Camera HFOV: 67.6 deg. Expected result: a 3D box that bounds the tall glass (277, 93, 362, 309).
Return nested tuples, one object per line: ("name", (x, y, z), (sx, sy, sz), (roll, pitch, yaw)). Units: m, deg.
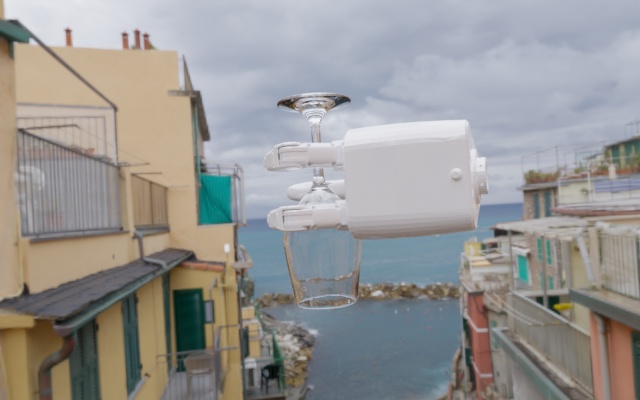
("tall glass", (0.000, 0.001, 0.473), (0.079, 0.201, 0.079), (-3, -1, 0))
